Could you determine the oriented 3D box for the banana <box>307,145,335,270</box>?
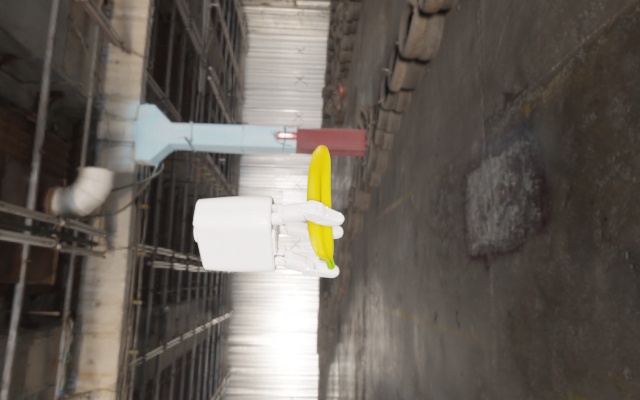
[{"bbox_3d":[-0.001,0.001,0.713,0.037,0.197,0.070,-3,-15,4],"label":"banana"}]
